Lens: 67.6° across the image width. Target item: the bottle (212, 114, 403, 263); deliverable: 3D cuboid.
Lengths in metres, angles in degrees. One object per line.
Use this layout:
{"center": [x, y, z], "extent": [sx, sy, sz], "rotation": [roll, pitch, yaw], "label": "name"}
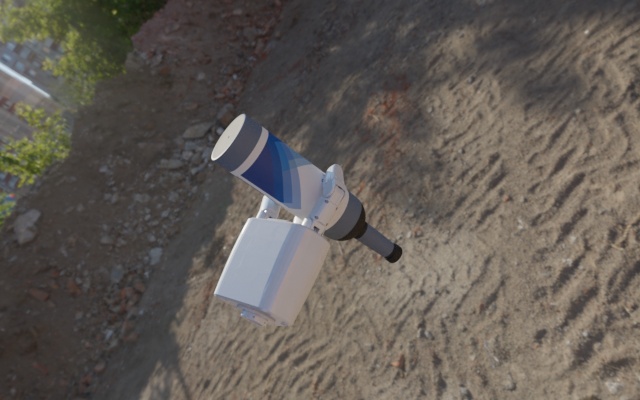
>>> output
{"center": [0.000, 0.002, 0.621], "extent": [0.296, 0.069, 0.069], "rotation": [35, -17, -26], "label": "bottle"}
